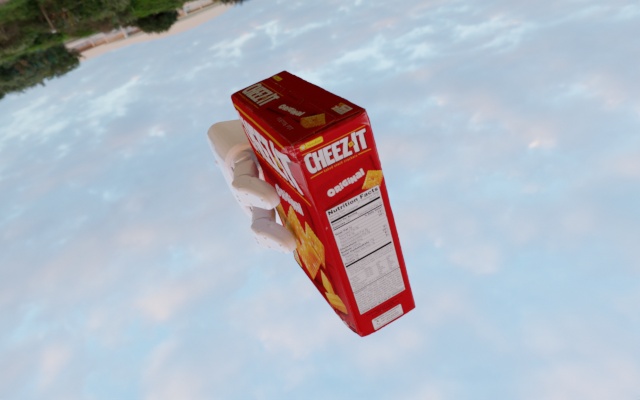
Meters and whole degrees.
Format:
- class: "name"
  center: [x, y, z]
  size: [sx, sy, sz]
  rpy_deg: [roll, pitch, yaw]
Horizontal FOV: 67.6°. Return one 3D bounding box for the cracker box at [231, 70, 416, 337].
- class: "cracker box"
  center: [0.000, 0.002, 0.456]
  size: [0.072, 0.214, 0.164]
  rpy_deg: [-28, 33, -13]
